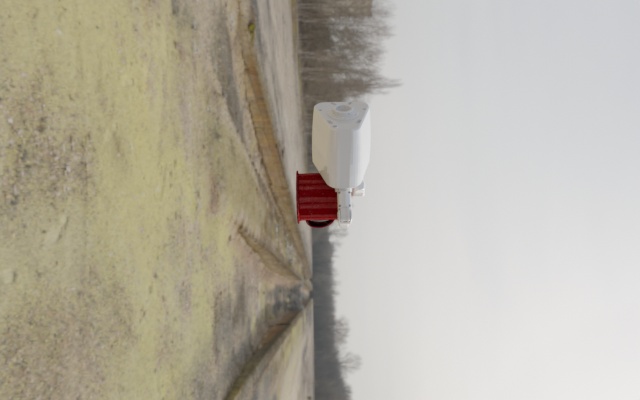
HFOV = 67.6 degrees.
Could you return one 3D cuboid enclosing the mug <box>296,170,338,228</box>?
[{"bbox_3d":[0.000,0.004,0.839,0.081,0.117,0.093,-1,37,-1],"label":"mug"}]
